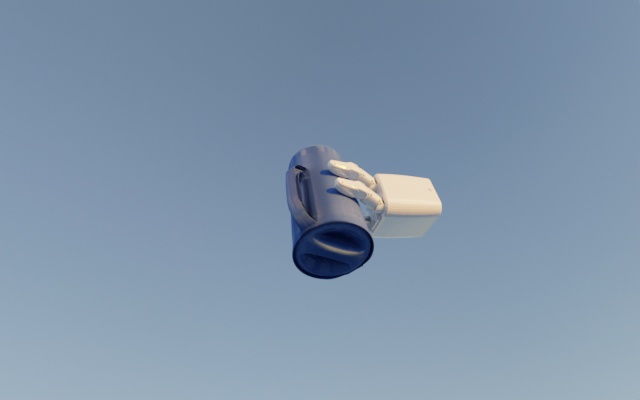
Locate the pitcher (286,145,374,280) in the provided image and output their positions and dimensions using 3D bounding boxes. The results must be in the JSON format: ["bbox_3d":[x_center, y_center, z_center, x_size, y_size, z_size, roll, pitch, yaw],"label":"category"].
[{"bbox_3d":[0.000,0.003,0.842,0.145,0.149,0.242,1,40,-12],"label":"pitcher"}]
